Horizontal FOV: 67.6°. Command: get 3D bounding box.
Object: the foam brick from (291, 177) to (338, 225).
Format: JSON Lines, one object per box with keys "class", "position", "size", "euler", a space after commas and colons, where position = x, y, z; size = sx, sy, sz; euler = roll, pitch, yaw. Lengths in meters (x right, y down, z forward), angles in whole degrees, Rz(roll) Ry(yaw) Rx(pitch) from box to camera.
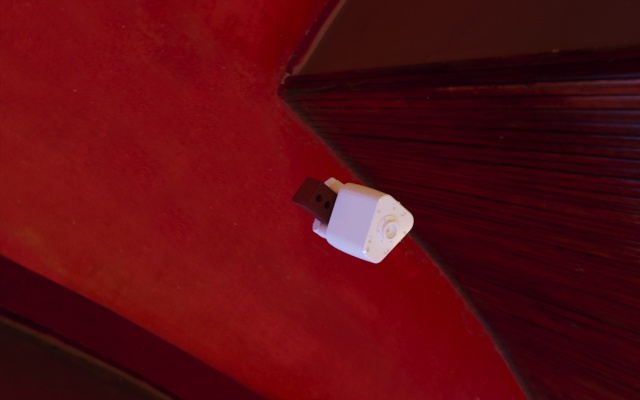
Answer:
{"class": "foam brick", "position": [0.000, 0.003, 0.847], "size": [0.078, 0.053, 0.051], "euler": [38, -10, -33]}
